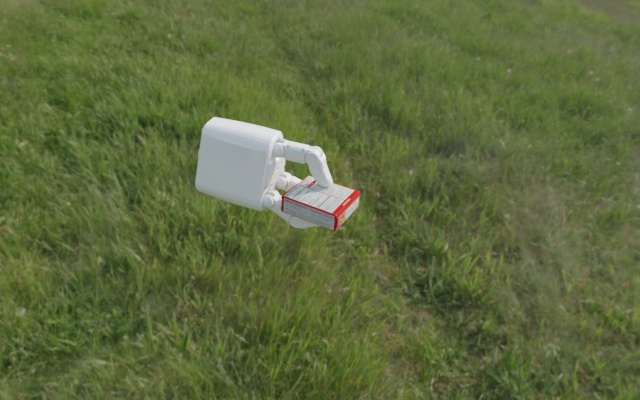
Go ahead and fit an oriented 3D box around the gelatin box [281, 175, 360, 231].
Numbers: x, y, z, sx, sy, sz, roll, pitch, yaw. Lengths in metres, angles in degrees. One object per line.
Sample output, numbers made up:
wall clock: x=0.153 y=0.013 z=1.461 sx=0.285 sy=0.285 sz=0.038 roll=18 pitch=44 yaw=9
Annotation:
gelatin box: x=0.000 y=0.002 z=0.671 sx=0.089 sy=0.030 sz=0.073 roll=19 pitch=35 yaw=23
